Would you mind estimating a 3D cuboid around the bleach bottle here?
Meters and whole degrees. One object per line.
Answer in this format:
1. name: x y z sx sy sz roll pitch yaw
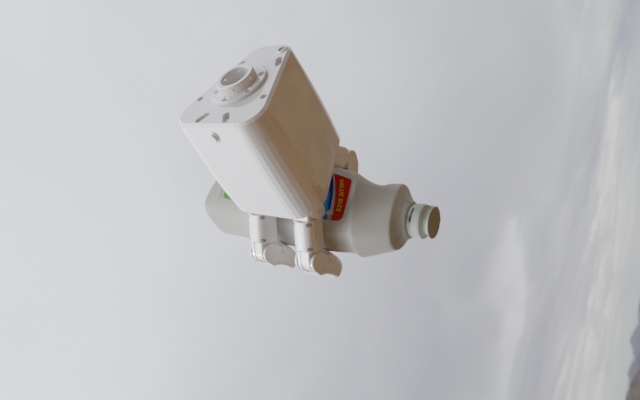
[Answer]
1. bleach bottle: 0.000 0.002 0.487 0.251 0.102 0.068 6 -38 35
